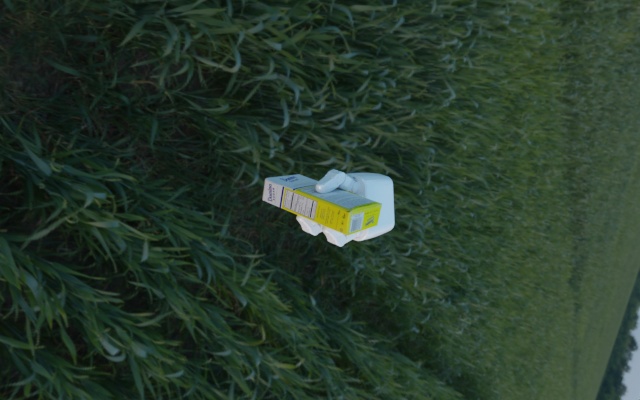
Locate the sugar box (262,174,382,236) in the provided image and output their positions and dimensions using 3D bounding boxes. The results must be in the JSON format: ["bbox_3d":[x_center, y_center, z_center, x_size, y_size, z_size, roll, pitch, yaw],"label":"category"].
[{"bbox_3d":[0.000,0.003,0.780,0.176,0.048,0.093,19,18,34],"label":"sugar box"}]
